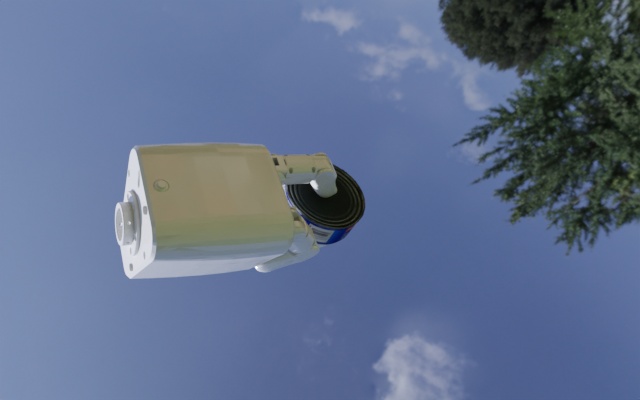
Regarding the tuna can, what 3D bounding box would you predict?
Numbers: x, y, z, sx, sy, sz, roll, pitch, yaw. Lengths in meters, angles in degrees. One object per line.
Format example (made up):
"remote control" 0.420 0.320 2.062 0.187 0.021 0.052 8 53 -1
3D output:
"tuna can" 0.000 0.002 0.487 0.086 0.086 0.034 0 -36 -28
